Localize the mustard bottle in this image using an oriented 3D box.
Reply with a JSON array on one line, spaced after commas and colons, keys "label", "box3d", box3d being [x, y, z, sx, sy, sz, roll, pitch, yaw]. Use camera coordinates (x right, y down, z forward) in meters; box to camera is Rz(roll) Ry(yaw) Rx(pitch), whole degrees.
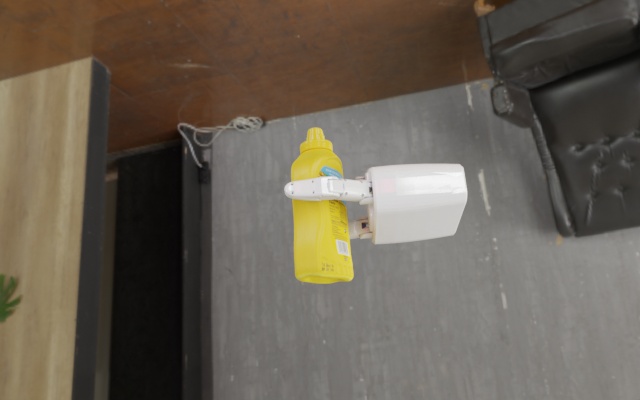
[{"label": "mustard bottle", "box3d": [0.000, 0.002, 0.583, 0.058, 0.191, 0.096, -11, -17, 26]}]
